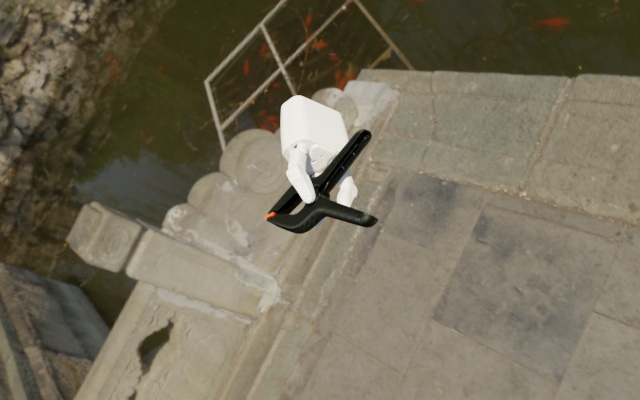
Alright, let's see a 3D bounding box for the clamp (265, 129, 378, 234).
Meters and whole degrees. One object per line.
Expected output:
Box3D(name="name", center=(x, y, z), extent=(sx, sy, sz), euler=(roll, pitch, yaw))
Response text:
Box3D(name="clamp", center=(-0.001, 0.002, 0.715), extent=(0.210, 0.164, 0.036), euler=(-31, -45, 28))
